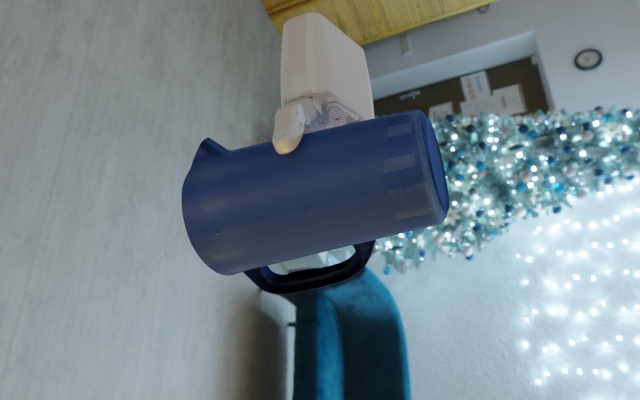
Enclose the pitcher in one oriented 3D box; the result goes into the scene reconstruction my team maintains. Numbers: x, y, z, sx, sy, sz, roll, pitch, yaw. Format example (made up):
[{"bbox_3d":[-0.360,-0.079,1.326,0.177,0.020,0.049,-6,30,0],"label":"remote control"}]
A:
[{"bbox_3d":[0.000,0.001,0.481,0.243,0.145,0.149,-12,-26,21],"label":"pitcher"}]
